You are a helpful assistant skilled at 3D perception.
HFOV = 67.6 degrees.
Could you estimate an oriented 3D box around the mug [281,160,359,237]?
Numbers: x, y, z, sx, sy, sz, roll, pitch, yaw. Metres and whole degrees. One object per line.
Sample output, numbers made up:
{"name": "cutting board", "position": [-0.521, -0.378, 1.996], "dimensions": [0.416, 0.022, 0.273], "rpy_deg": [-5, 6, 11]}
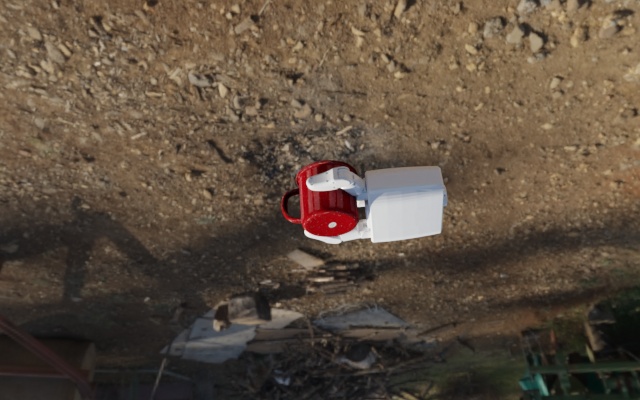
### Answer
{"name": "mug", "position": [-0.001, 0.003, 0.696], "dimensions": [0.117, 0.081, 0.093], "rpy_deg": [-8, -31, 6]}
